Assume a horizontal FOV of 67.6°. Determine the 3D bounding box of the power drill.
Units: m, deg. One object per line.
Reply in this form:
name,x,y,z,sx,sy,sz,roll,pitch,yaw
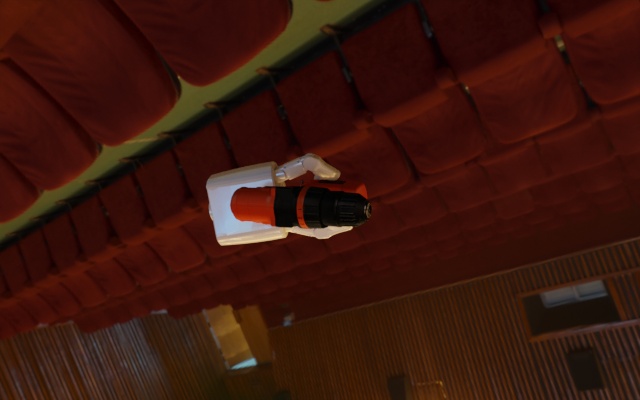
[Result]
power drill,0.000,0.002,0.646,0.184,0.057,0.187,4,4,23
